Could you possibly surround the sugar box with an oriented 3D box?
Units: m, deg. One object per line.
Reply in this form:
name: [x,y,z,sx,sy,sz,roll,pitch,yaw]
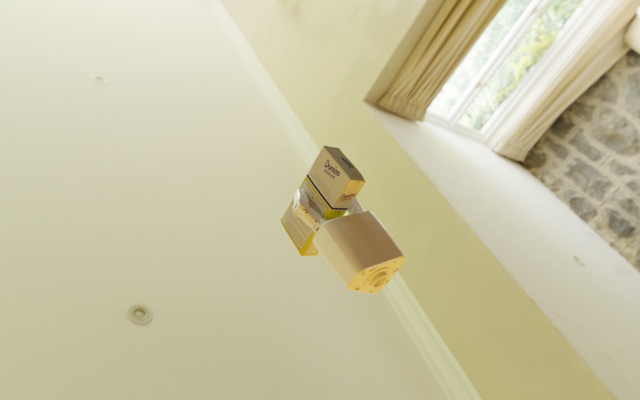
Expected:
sugar box: [0.001,0.003,0.829,0.048,0.176,0.093,5,39,-44]
